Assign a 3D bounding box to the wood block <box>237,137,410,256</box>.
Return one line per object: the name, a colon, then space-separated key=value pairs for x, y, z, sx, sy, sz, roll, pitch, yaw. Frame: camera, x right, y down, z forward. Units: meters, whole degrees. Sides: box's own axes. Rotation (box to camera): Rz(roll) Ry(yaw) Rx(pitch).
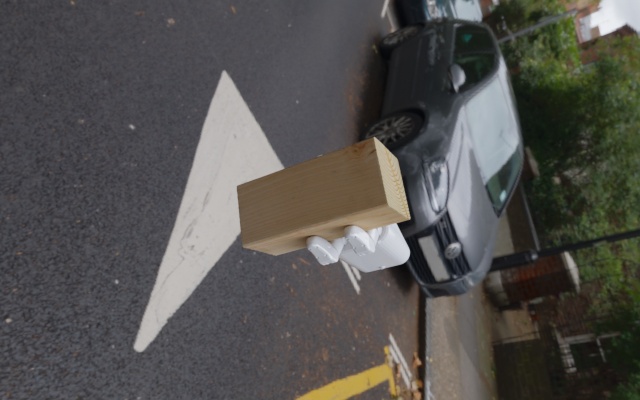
wood block: x=0.000 y=0.002 z=0.635 sx=0.206 sy=0.090 sz=0.090 roll=-18 pitch=-21 yaw=23
